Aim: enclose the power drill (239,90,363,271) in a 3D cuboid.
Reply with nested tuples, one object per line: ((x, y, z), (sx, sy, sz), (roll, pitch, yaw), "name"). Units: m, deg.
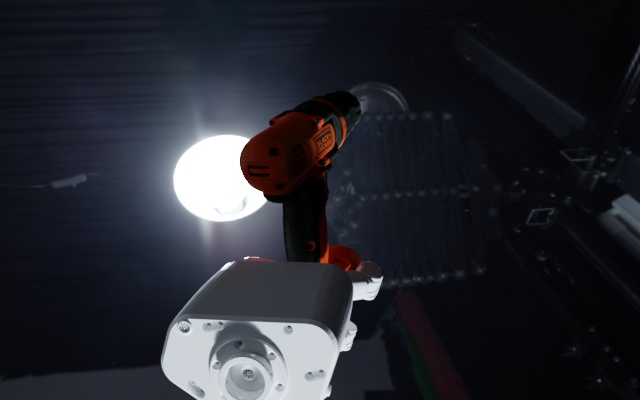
((0.000, 0.002, 0.446), (0.057, 0.188, 0.184), (3, 26, 27), "power drill")
